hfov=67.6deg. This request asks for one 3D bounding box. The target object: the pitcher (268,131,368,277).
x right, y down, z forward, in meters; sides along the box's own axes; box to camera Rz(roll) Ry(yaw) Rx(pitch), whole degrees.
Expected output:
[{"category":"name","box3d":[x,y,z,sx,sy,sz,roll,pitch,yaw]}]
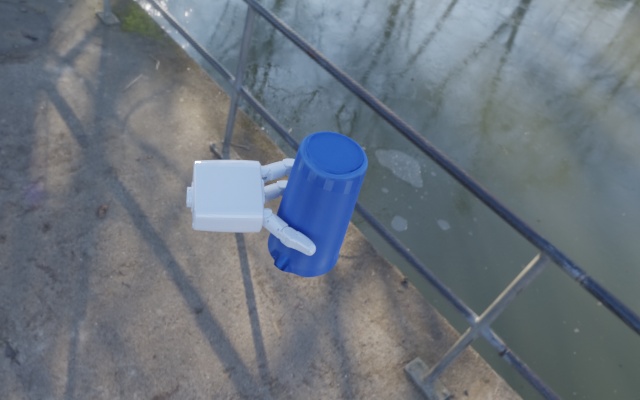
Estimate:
[{"category":"pitcher","box3d":[0.000,0.003,0.803,0.145,0.149,0.243,3,-43,-16]}]
